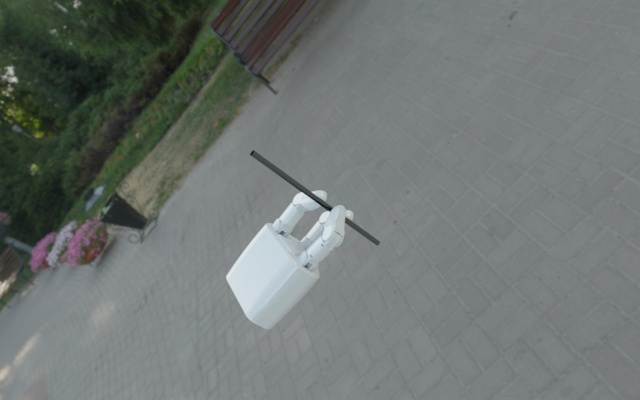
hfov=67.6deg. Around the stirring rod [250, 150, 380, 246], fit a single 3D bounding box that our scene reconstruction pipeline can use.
[{"bbox_3d":[0.000,0.002,0.655,0.240,0.011,0.011,36,-19,-29],"label":"stirring rod"}]
